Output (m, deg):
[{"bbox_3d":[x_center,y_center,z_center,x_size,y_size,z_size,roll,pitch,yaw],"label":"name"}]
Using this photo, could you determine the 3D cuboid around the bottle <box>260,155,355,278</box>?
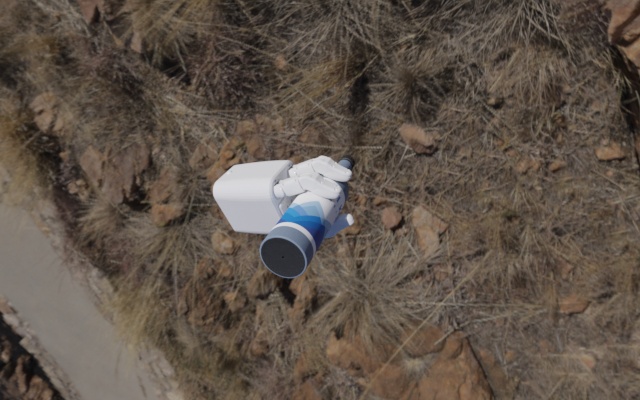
[{"bbox_3d":[0.000,0.003,0.730,0.069,0.069,0.295,0,29,22],"label":"bottle"}]
